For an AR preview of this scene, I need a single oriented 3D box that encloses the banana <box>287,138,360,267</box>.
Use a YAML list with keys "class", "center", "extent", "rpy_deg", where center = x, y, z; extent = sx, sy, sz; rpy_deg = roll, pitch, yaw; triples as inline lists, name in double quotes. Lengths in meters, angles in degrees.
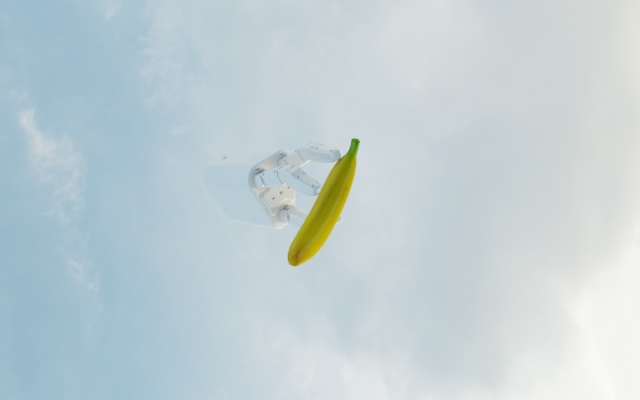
- class: "banana"
  center: [0.004, 0.010, 0.616]
  extent: [0.037, 0.197, 0.070]
  rpy_deg: [15, -30, 19]
